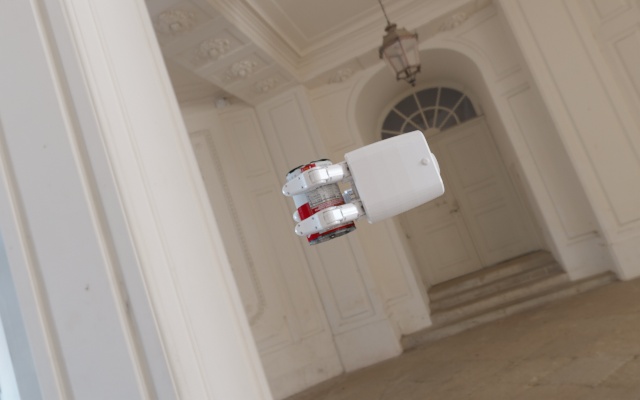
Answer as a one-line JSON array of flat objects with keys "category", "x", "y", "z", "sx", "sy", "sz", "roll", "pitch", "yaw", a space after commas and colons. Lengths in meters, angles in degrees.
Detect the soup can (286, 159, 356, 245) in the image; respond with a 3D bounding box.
[{"category": "soup can", "x": 0.000, "y": 0.002, "z": 0.652, "sx": 0.068, "sy": 0.102, "sz": 0.068, "roll": -19, "pitch": -9, "yaw": -3}]
